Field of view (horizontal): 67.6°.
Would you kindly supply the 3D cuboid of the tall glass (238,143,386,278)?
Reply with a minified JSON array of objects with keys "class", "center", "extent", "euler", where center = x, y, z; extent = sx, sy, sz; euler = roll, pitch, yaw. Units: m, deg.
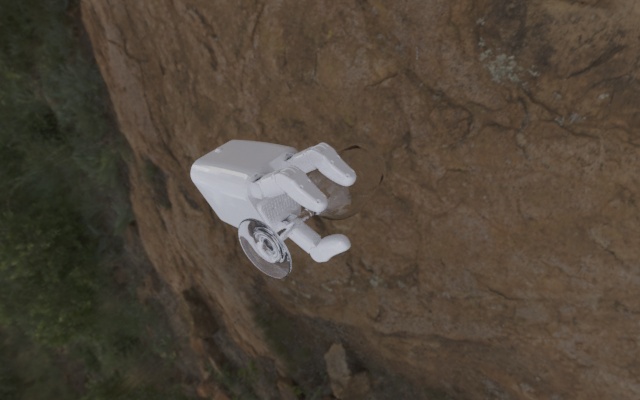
[{"class":"tall glass","center":[0.000,0.002,0.559],"extent":[0.079,0.079,0.201],"euler":[0,29,44]}]
